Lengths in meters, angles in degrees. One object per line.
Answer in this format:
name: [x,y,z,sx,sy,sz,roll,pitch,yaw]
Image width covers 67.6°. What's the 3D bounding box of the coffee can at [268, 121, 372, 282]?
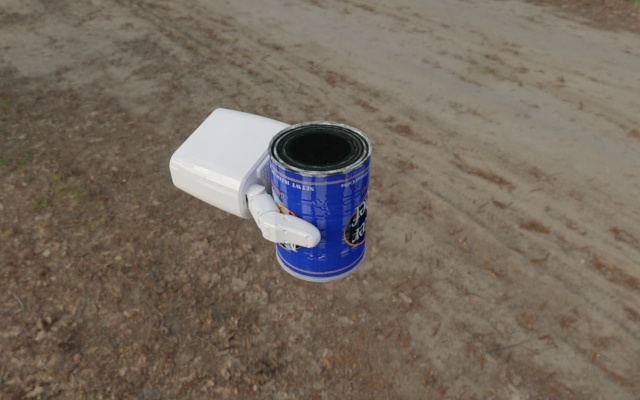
coffee can: [0.000,0.002,0.509,0.103,0.140,0.102,0,37,0]
